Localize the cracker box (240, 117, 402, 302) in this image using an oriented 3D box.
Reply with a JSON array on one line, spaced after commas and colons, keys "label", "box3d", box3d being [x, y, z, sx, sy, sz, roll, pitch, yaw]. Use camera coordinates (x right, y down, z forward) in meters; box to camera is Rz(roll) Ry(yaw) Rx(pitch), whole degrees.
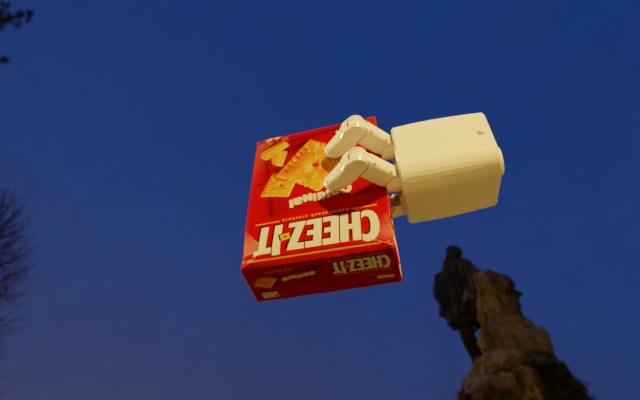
[{"label": "cracker box", "box3d": [0.000, 0.002, 0.568, 0.164, 0.213, 0.072, -10, -45, 10]}]
